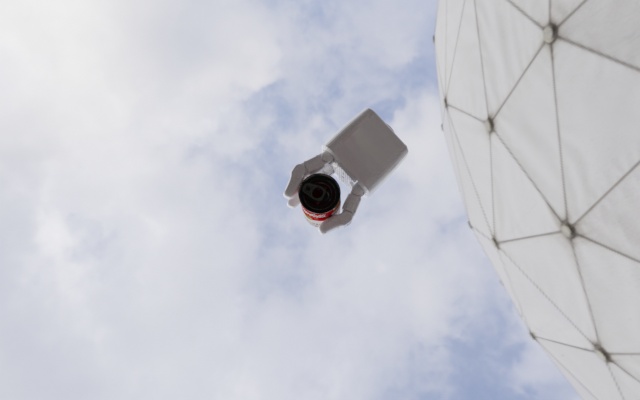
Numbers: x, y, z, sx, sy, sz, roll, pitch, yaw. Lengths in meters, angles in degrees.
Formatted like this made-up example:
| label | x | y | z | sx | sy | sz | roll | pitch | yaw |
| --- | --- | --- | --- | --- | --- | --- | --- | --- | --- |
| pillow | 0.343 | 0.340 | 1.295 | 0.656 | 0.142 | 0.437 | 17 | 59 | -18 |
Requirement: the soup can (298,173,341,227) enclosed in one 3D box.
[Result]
| label | x | y | z | sx | sy | sz | roll | pitch | yaw |
| --- | --- | --- | --- | --- | --- | --- | --- | --- | --- |
| soup can | 0.000 | 0.003 | 0.803 | 0.068 | 0.068 | 0.102 | 0 | -17 | 2 |
